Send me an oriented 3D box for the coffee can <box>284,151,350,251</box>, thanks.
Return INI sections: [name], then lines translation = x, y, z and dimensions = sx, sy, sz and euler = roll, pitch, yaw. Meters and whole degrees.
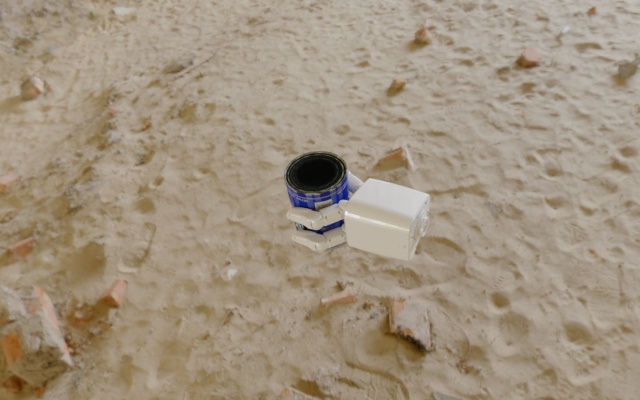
[coffee can]
translation = 0.000, 0.003, 0.806
dimensions = 0.103, 0.102, 0.140
euler = 0, -44, 10
